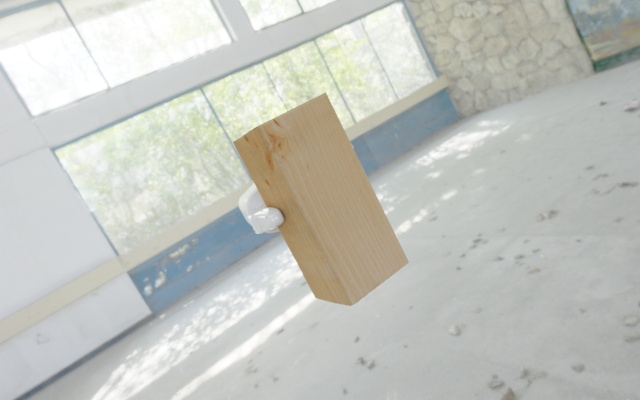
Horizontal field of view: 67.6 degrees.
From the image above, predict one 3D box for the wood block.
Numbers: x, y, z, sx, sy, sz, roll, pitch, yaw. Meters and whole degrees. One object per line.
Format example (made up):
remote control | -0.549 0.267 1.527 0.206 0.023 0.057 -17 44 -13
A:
wood block | 0.000 0.002 0.530 0.091 0.206 0.090 -32 10 -26
